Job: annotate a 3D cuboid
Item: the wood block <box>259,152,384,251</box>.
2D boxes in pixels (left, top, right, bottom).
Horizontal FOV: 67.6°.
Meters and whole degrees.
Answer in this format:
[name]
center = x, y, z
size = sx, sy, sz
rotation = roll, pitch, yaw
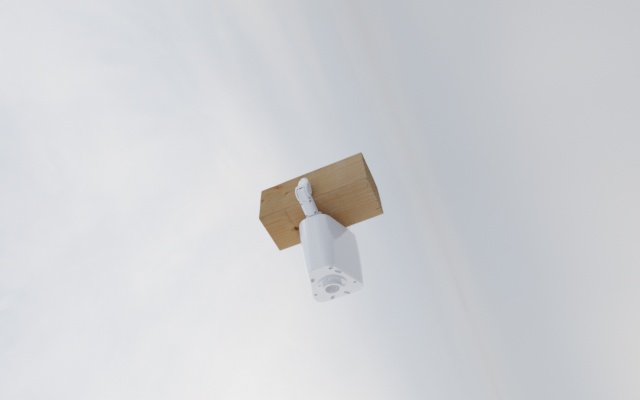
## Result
[wood block]
center = 0.000, 0.003, 0.881
size = 0.206, 0.091, 0.090
rotation = -20, 34, 12
